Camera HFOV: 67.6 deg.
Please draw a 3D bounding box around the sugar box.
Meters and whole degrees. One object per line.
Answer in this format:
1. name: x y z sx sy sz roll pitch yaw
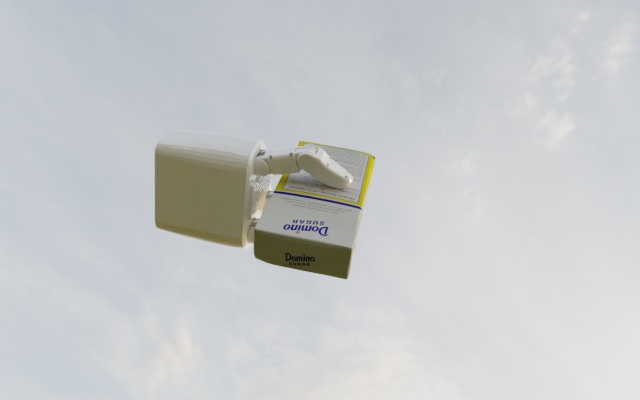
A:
1. sugar box: 0.000 0.002 0.500 0.093 0.048 0.176 11 38 7
